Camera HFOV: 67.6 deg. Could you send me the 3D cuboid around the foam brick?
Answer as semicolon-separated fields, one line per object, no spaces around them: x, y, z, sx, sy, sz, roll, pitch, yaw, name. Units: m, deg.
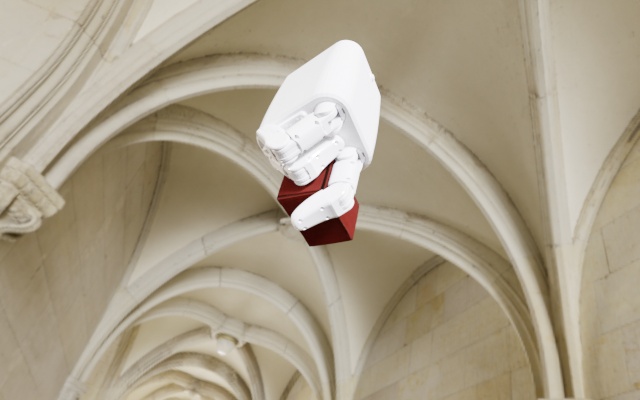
0.000;0.002;0.489;0.053;0.051;0.078;-9;-47;24;foam brick
